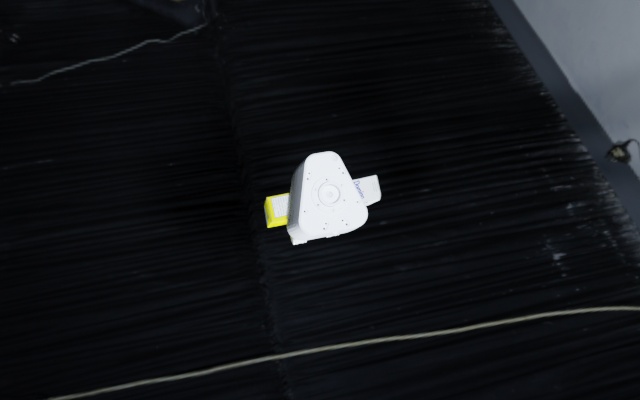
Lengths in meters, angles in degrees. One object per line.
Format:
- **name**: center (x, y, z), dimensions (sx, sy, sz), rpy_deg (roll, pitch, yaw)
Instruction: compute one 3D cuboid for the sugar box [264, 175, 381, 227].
- **sugar box**: center (0.000, 0.003, 0.763), dimensions (0.176, 0.048, 0.093), rpy_deg (-10, -5, -11)
